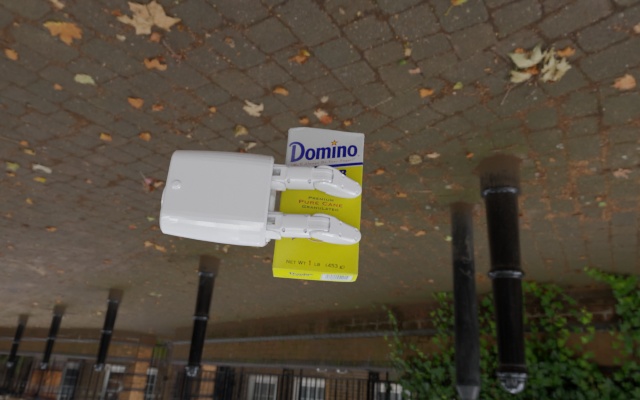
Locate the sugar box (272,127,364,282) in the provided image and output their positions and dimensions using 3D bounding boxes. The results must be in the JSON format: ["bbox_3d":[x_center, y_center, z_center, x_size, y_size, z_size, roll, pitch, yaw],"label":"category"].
[{"bbox_3d":[0.000,0.002,0.550,0.093,0.176,0.048,5,-21,-2],"label":"sugar box"}]
